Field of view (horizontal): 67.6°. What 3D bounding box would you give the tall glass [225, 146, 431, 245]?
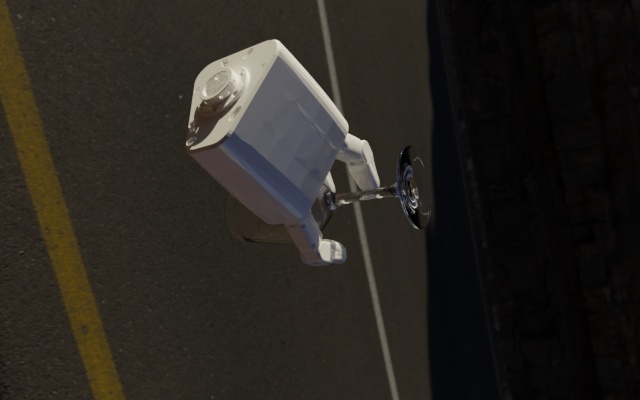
[{"bbox_3d":[0.001,0.002,0.471,0.201,0.079,0.079,-9,-5,32],"label":"tall glass"}]
